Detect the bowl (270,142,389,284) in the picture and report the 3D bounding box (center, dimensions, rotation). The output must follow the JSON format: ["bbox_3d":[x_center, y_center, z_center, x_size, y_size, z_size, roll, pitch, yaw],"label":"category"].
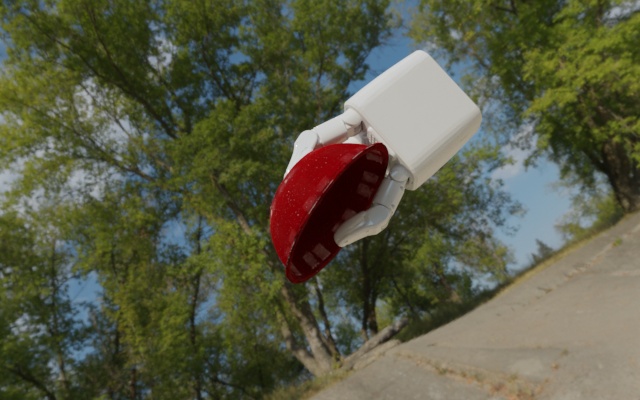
[{"bbox_3d":[-0.001,0.002,0.474,0.055,0.162,0.162,34,12,19],"label":"bowl"}]
